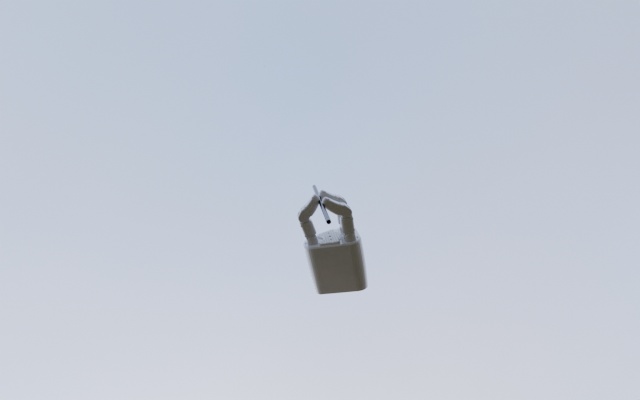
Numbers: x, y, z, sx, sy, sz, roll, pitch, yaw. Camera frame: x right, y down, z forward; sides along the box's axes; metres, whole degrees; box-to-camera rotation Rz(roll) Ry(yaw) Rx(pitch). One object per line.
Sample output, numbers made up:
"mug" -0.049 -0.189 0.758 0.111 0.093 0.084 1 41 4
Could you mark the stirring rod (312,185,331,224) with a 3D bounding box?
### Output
"stirring rod" 0.000 0.003 0.900 0.011 0.011 0.239 0 16 -7
